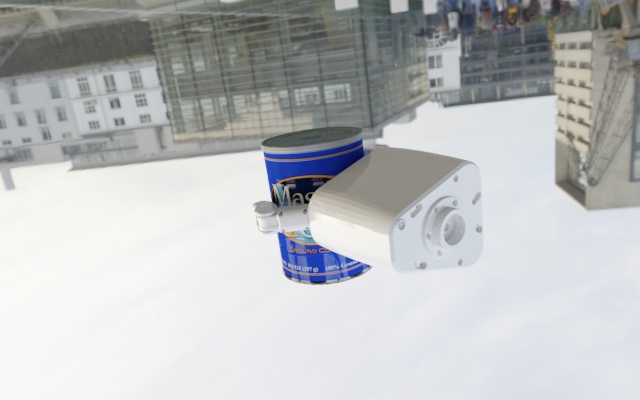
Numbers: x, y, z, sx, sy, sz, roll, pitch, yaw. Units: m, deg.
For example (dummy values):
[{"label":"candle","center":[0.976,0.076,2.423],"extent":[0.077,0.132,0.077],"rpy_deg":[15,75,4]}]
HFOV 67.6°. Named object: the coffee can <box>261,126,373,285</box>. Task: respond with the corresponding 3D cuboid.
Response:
[{"label":"coffee can","center":[0.000,0.001,0.496],"extent":[0.103,0.140,0.102],"rpy_deg":[-7,16,2]}]
